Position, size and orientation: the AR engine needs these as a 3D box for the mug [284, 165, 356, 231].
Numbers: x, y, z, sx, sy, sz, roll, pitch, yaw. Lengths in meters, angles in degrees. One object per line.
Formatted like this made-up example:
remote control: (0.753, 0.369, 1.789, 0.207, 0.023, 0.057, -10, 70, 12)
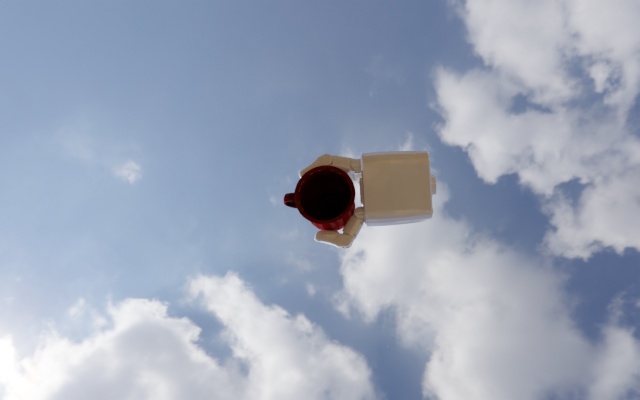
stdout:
mug: (-0.001, 0.003, 0.755, 0.117, 0.093, 0.081, -2, -17, 8)
